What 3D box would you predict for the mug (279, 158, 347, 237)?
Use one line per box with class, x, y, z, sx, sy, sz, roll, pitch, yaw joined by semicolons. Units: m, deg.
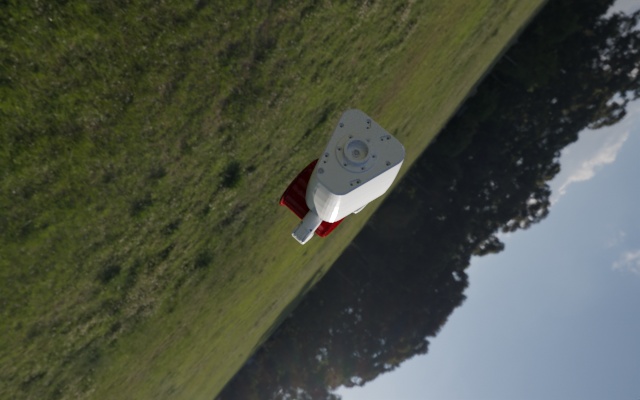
mug;0.000;0.003;0.707;0.081;0.093;0.117;42;-15;8
